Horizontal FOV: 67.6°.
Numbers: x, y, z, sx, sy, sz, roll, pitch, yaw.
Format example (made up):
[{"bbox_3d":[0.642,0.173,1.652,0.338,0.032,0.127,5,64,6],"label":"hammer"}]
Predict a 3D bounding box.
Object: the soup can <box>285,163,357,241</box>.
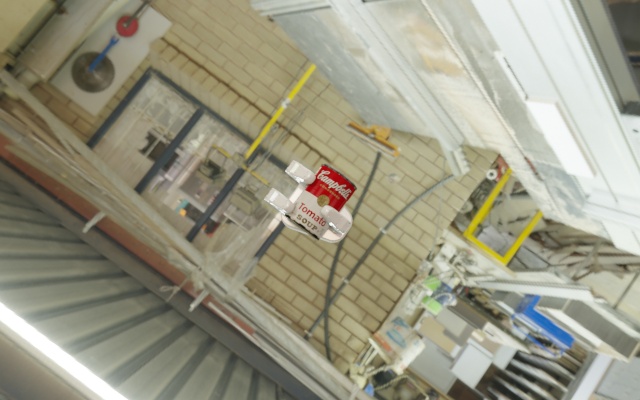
[{"bbox_3d":[0.000,0.003,0.740,0.068,0.102,0.068,36,-6,4],"label":"soup can"}]
